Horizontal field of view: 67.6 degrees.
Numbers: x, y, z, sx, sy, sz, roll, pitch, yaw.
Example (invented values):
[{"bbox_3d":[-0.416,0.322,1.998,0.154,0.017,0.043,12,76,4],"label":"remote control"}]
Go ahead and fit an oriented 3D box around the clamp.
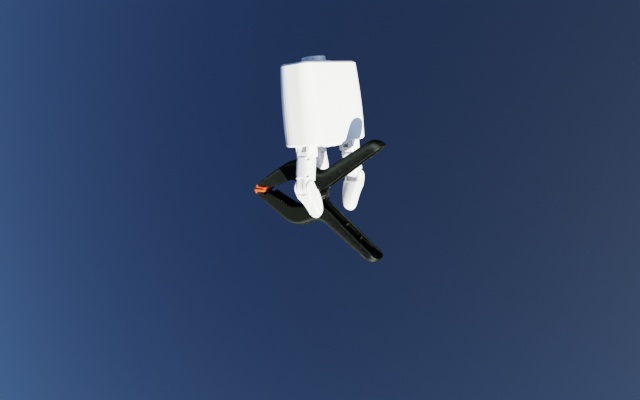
[{"bbox_3d":[-0.001,0.002,0.670,0.210,0.164,0.036,1,12,32],"label":"clamp"}]
